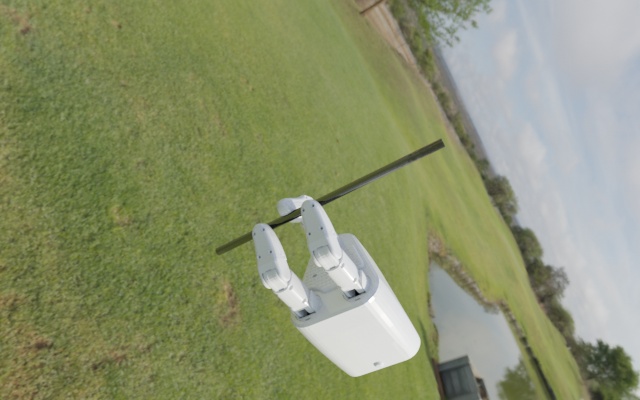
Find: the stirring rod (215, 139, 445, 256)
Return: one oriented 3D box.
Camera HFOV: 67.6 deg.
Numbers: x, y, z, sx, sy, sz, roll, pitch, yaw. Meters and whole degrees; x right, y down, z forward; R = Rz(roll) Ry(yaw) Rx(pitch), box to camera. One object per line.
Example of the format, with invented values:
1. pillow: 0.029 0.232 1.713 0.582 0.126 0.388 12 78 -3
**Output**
1. stirring rod: 0.000 0.001 0.438 0.239 0.011 0.011 -26 -9 19
